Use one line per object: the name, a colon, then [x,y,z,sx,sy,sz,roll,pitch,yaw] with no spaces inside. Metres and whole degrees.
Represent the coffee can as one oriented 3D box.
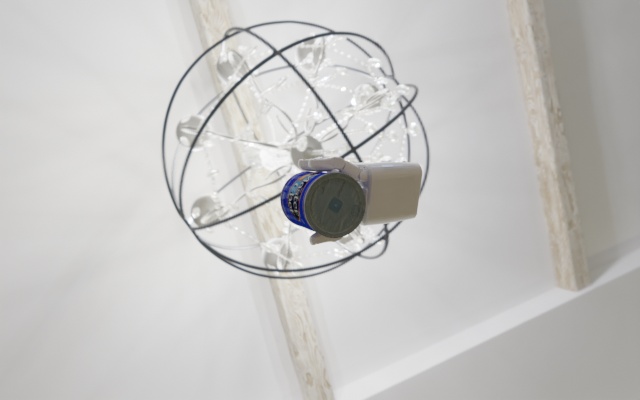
coffee can: [0.000,0.003,0.802,0.103,0.103,0.140,0,4,-20]
